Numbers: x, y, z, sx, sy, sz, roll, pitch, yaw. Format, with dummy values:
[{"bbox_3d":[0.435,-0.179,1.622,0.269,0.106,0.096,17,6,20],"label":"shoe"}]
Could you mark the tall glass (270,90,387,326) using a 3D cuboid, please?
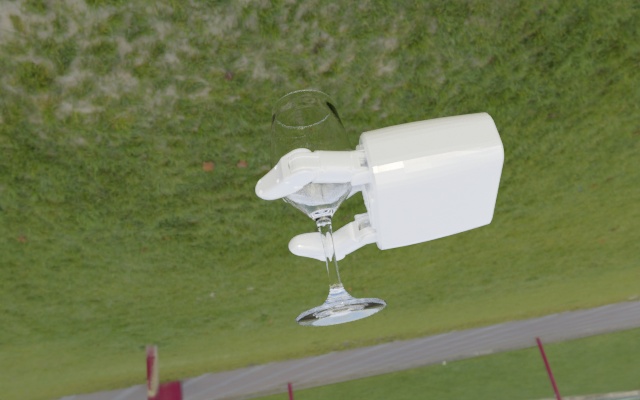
[{"bbox_3d":[0.000,0.002,0.420,0.079,0.201,0.079,-9,-24,-4],"label":"tall glass"}]
